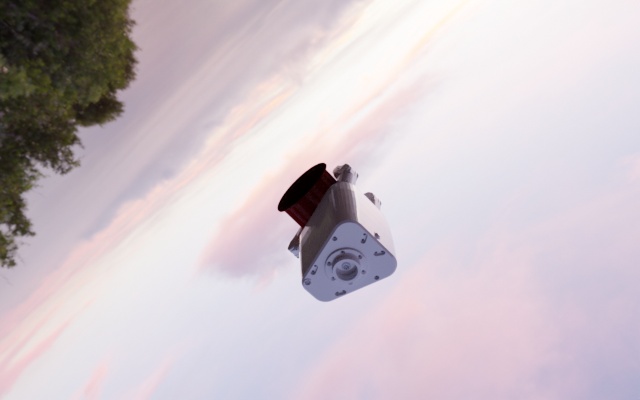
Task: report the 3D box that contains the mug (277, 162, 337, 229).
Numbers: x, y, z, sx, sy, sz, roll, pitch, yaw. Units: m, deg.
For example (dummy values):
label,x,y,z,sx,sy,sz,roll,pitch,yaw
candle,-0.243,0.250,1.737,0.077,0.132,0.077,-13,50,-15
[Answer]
label,x,y,z,sx,sy,sz,roll,pitch,yaw
mug,0.000,0.002,0.686,0.093,0.081,0.117,-40,19,16
